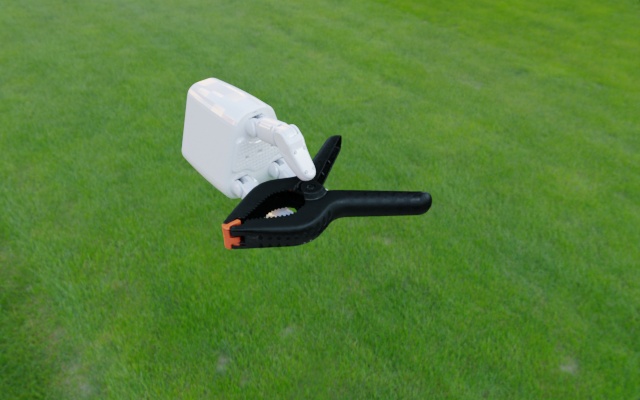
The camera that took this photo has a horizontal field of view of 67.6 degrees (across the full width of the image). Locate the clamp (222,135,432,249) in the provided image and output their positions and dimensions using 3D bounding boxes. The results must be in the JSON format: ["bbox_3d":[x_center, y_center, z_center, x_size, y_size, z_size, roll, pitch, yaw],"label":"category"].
[{"bbox_3d":[0.000,0.001,0.496,0.210,0.036,0.164,-30,46,-33],"label":"clamp"}]
